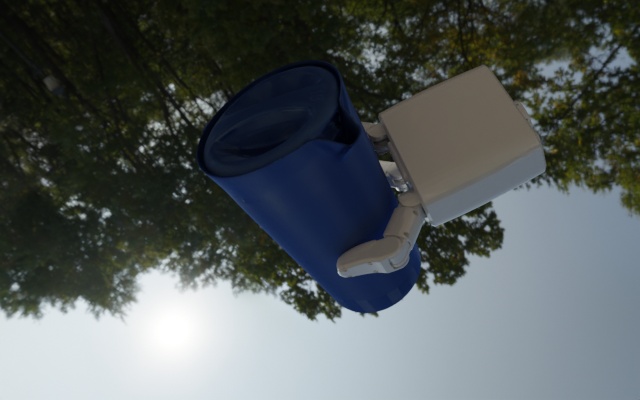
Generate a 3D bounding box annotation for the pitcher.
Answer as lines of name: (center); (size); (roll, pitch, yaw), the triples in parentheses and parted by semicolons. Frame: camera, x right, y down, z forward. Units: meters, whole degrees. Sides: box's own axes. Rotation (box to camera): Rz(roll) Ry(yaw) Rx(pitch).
pitcher: (0.000, 0.001, 0.456); (0.145, 0.149, 0.243); (-27, -50, 10)
